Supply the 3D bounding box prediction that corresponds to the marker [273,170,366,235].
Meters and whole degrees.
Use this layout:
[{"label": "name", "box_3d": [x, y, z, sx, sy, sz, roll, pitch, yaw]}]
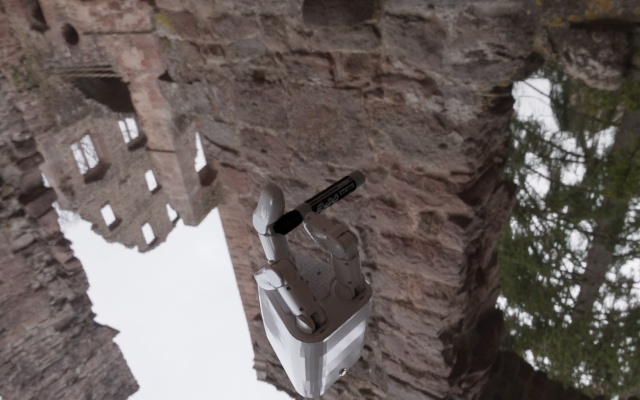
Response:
[{"label": "marker", "box_3d": [0.000, 0.002, 0.487, 0.121, 0.020, 0.020, -32, 19, -34]}]
